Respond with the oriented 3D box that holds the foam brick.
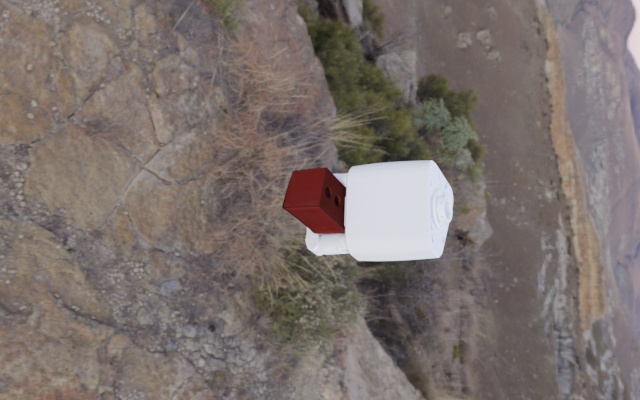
[{"bbox_3d":[0.000,0.002,0.585,0.051,0.053,0.078,-4,-29,33],"label":"foam brick"}]
